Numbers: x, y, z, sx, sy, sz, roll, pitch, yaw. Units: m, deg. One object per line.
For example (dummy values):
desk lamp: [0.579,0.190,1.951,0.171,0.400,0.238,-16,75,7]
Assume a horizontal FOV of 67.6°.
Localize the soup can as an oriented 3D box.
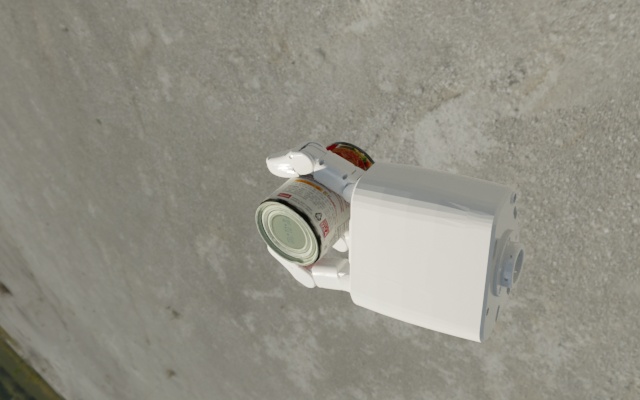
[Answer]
soup can: [-0.001,0.001,0.422,0.068,0.068,0.102,0,32,41]
